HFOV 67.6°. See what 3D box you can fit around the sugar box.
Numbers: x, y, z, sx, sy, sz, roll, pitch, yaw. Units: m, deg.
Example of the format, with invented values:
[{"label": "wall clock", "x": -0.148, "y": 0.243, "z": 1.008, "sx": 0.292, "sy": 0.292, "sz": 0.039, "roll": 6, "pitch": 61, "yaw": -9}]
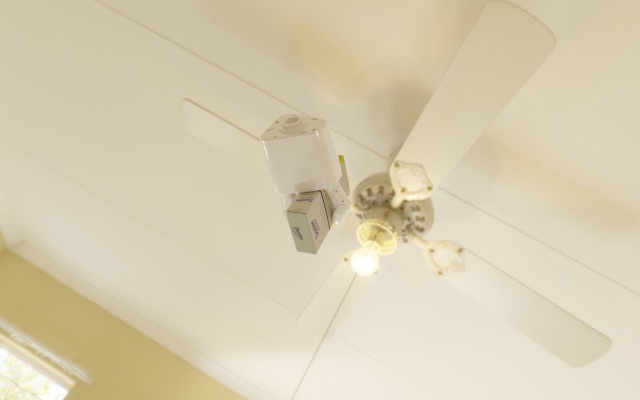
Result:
[{"label": "sugar box", "x": 0.000, "y": 0.003, "z": 0.856, "sx": 0.048, "sy": 0.093, "sz": 0.176, "roll": 7, "pitch": 40, "yaw": 26}]
